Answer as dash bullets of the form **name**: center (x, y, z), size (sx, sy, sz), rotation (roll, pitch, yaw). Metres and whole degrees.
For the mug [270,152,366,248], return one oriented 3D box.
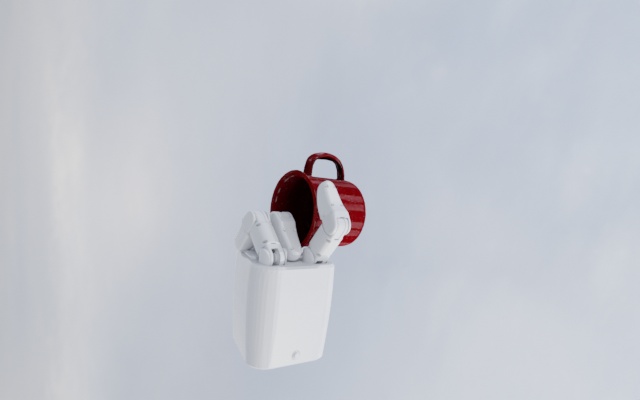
- **mug**: center (0.000, 0.000, 0.565), size (0.081, 0.117, 0.093), rotation (4, 3, -38)
